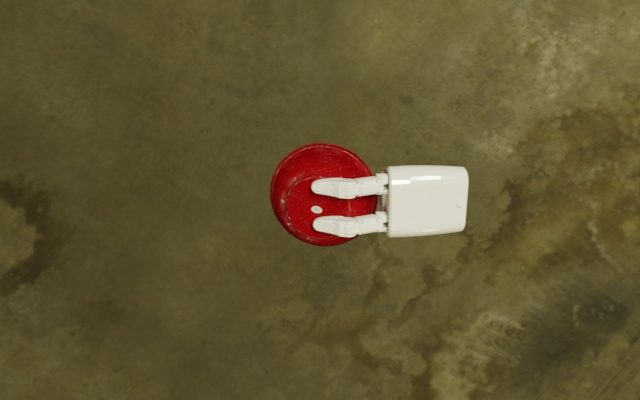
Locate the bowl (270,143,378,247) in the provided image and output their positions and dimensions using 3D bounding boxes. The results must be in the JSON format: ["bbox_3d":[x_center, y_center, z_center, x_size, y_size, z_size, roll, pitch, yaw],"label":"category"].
[{"bbox_3d":[-0.001,0.003,0.682,0.162,0.162,0.055,0,19,9],"label":"bowl"}]
